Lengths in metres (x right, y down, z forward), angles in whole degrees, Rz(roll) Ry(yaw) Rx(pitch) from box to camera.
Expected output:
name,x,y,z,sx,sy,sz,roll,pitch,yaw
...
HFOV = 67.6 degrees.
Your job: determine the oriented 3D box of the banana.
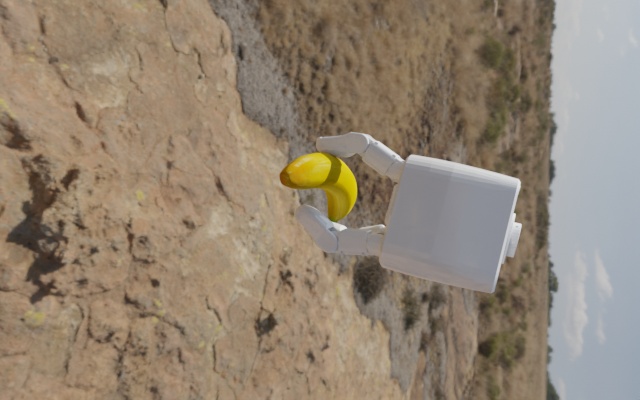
name,x,y,z,sx,sy,sz,roll,pitch,yaw
banana,0.008,-0.014,0.525,0.037,0.069,0.198,20,-13,21
